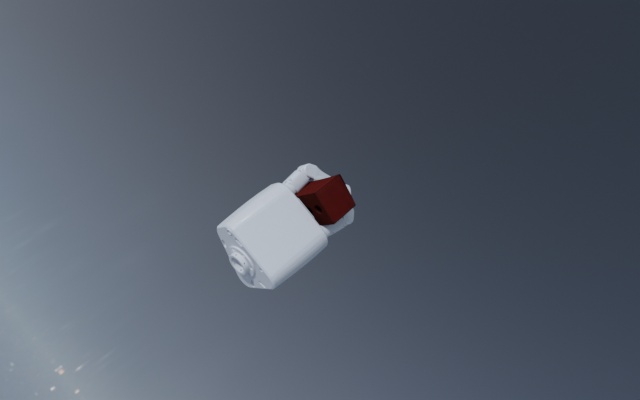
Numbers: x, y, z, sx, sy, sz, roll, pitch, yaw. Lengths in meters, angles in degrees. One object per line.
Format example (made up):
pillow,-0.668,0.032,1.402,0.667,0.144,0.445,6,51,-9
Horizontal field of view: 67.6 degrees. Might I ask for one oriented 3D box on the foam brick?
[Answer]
foam brick,0.000,0.002,0.678,0.051,0.053,0.078,-38,16,-33
